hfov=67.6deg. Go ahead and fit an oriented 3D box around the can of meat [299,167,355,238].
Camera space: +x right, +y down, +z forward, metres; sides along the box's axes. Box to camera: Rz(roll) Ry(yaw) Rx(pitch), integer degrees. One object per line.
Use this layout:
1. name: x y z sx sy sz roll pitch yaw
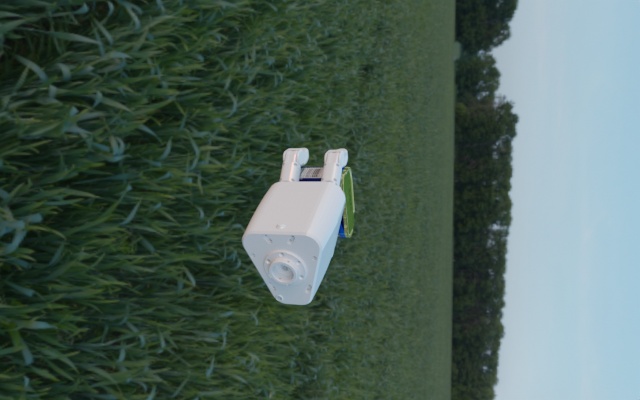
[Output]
1. can of meat: 0.000 0.002 0.657 0.084 0.102 0.057 1 29 16
